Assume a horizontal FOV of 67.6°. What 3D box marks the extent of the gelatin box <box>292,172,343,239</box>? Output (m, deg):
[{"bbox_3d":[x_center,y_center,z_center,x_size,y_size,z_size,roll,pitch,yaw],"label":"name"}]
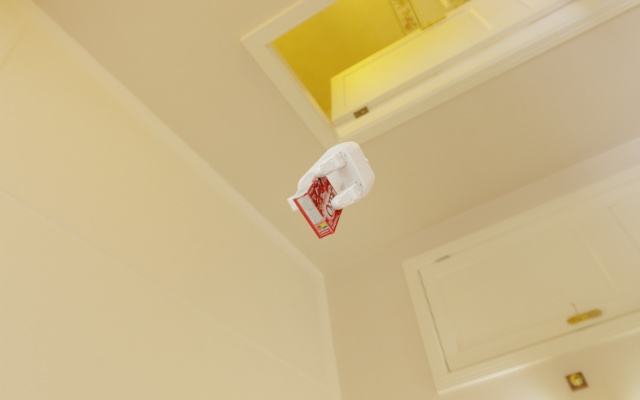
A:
[{"bbox_3d":[0.000,0.003,0.705,0.030,0.073,0.089,-25,19,25],"label":"gelatin box"}]
